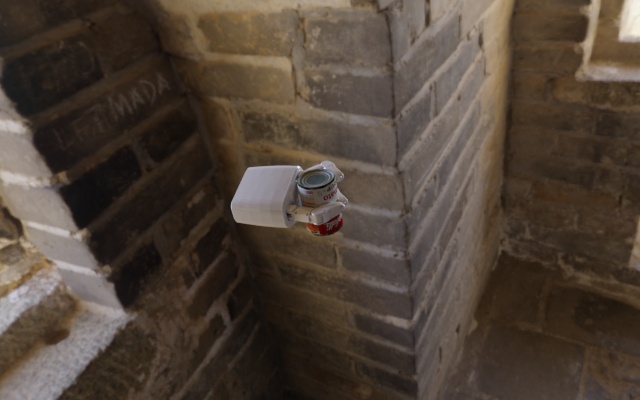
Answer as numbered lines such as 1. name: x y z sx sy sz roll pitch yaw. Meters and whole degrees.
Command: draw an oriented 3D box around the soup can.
1. soup can: 0.001 0.003 0.845 0.068 0.102 0.068 -8 32 5
